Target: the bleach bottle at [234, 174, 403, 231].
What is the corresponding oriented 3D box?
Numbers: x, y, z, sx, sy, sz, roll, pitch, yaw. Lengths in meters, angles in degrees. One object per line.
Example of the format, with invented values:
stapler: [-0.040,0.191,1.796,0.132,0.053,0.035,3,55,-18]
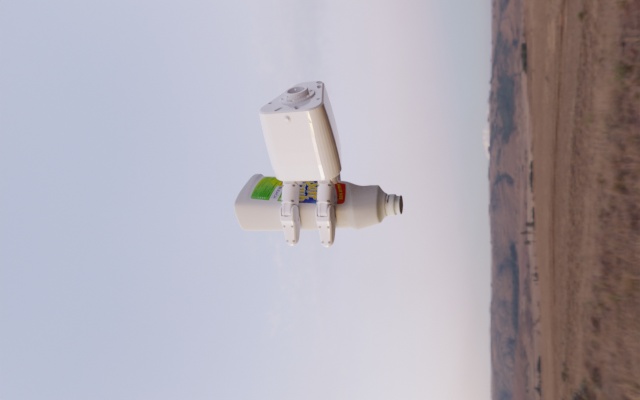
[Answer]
bleach bottle: [0.000,0.002,0.727,0.251,0.068,0.102,-1,34,21]
